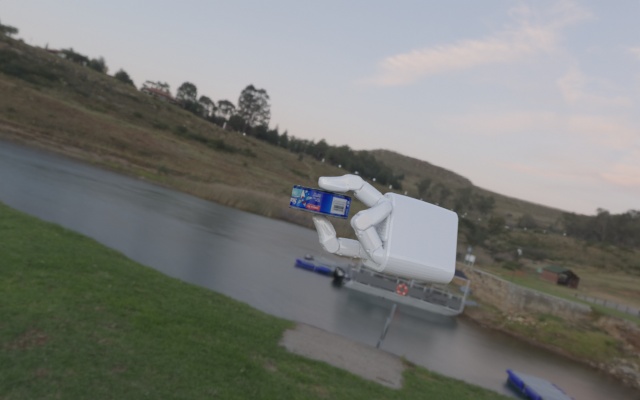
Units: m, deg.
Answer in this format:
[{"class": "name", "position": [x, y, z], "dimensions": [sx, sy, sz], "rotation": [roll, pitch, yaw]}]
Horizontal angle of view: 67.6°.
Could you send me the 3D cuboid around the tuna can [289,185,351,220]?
[{"class": "tuna can", "position": [0.000, 0.002, 0.678], "dimensions": [0.086, 0.034, 0.086], "rotation": [12, 0, 0]}]
